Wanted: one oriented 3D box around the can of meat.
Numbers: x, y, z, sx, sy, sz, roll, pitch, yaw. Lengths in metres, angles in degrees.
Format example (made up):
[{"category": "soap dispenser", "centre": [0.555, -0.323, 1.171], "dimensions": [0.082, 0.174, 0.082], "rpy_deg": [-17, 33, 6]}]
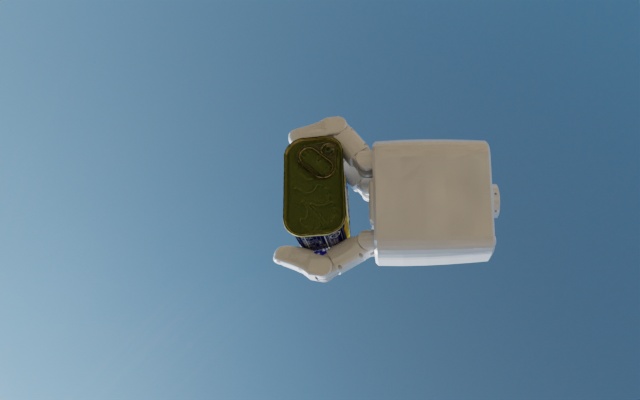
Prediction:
[{"category": "can of meat", "centre": [0.000, 0.002, 0.474], "dimensions": [0.057, 0.102, 0.084], "rpy_deg": [-5, -25, 8]}]
